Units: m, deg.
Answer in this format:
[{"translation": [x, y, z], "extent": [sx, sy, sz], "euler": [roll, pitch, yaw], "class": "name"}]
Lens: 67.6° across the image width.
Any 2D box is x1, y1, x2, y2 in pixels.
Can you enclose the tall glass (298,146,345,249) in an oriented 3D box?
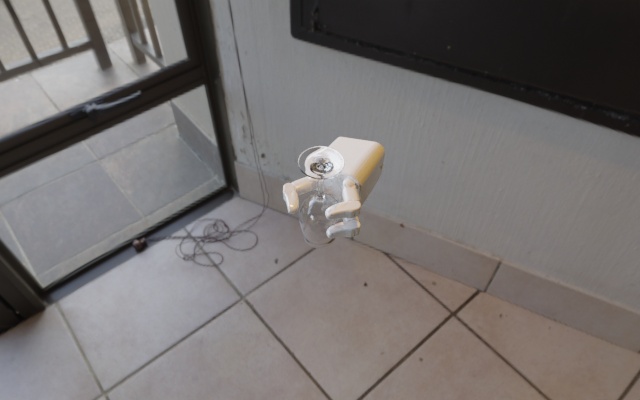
[{"translation": [0.000, 0.002, 0.833], "extent": [0.079, 0.079, 0.201], "euler": [0, -40, -1], "class": "tall glass"}]
